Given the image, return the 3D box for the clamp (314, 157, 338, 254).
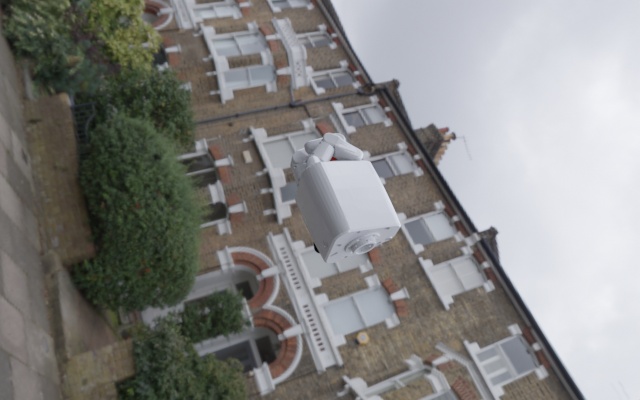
[{"bbox_3d":[0.001,0.002,0.747,0.039,0.120,0.172,-14,-28,-19],"label":"clamp"}]
